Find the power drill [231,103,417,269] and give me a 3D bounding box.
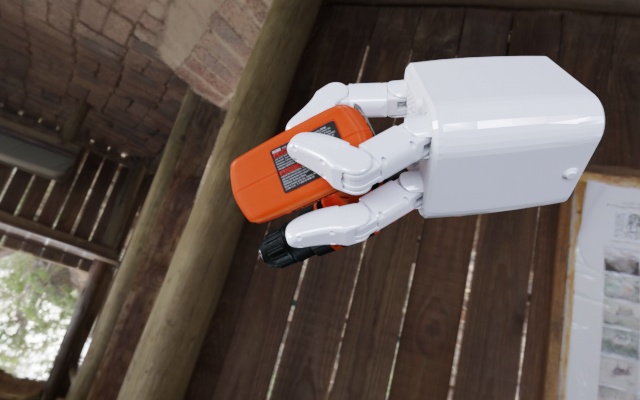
[{"bbox_3d":[0.000,0.001,0.410,0.184,0.057,0.188,-28,-19,10],"label":"power drill"}]
